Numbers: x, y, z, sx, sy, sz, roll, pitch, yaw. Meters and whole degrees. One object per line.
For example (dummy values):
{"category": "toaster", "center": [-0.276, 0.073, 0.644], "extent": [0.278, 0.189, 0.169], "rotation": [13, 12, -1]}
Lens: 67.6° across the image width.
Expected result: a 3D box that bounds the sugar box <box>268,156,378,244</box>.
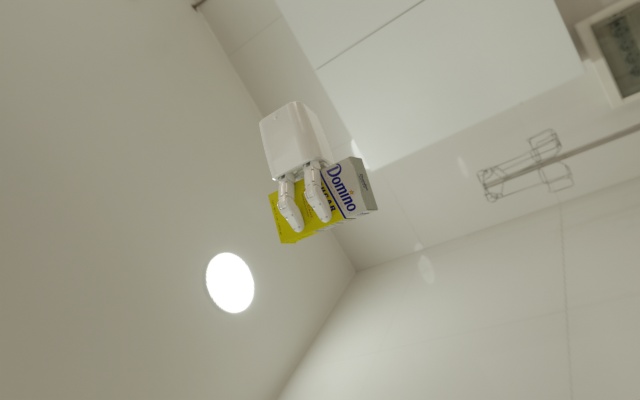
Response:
{"category": "sugar box", "center": [0.000, 0.002, 0.792], "extent": [0.176, 0.093, 0.048], "rotation": [-25, -14, 32]}
